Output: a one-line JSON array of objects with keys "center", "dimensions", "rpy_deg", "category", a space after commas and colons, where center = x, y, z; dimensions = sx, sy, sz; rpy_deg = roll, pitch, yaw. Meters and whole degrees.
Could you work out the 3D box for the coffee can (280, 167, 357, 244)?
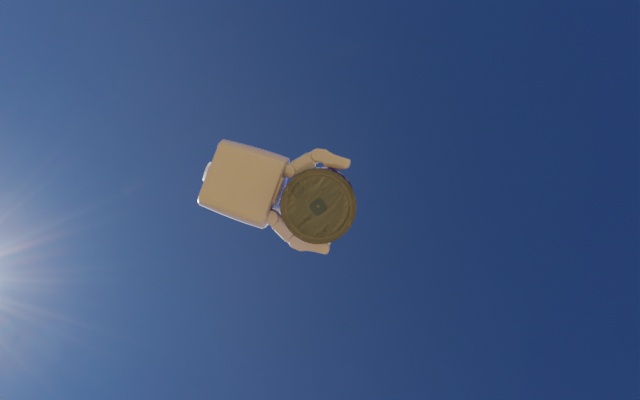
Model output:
[{"center": [0.000, 0.002, 0.705], "dimensions": [0.103, 0.103, 0.140], "rpy_deg": [0, 5, 3], "category": "coffee can"}]
